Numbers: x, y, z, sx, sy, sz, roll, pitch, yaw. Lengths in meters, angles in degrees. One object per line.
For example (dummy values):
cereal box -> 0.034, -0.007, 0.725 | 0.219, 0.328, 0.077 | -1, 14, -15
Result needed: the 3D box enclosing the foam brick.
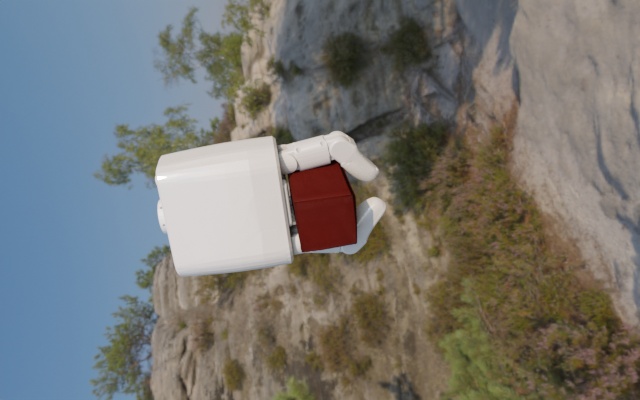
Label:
foam brick -> 0.000, 0.001, 0.431 | 0.051, 0.053, 0.078 | -9, 31, -5
